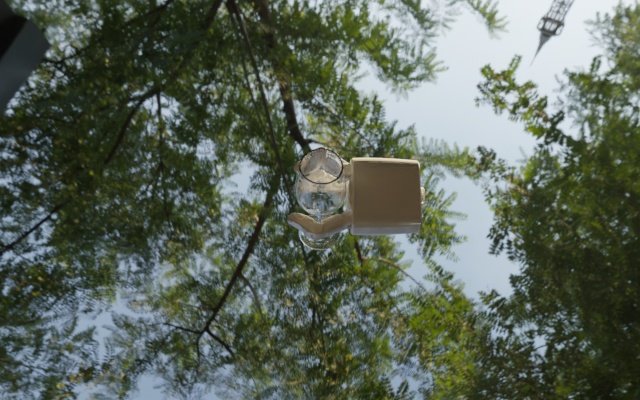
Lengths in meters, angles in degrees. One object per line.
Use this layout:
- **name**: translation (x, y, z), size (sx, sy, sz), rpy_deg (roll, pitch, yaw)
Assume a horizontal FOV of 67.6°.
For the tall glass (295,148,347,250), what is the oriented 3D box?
- **tall glass**: translation (0.000, 0.003, 0.751), size (0.079, 0.079, 0.201), rpy_deg (0, -31, 0)
